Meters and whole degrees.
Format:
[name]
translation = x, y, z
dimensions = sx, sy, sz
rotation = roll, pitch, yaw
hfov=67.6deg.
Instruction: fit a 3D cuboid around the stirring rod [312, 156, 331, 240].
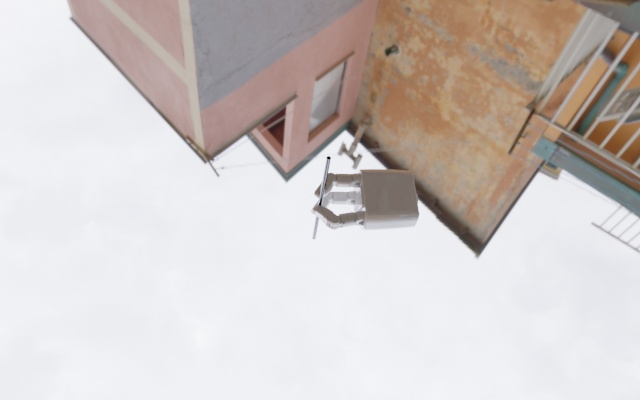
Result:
[stirring rod]
translation = 0.000, 0.003, 0.893
dimensions = 0.011, 0.011, 0.240
rotation = 0, -38, -8
